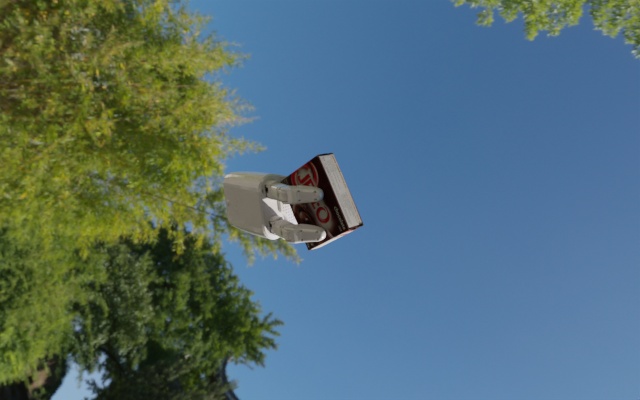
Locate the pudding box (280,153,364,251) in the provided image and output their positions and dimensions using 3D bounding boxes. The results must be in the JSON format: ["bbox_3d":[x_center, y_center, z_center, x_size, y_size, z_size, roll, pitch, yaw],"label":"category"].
[{"bbox_3d":[0.000,0.002,0.669,0.039,0.113,0.090,-18,-10,-44],"label":"pudding box"}]
